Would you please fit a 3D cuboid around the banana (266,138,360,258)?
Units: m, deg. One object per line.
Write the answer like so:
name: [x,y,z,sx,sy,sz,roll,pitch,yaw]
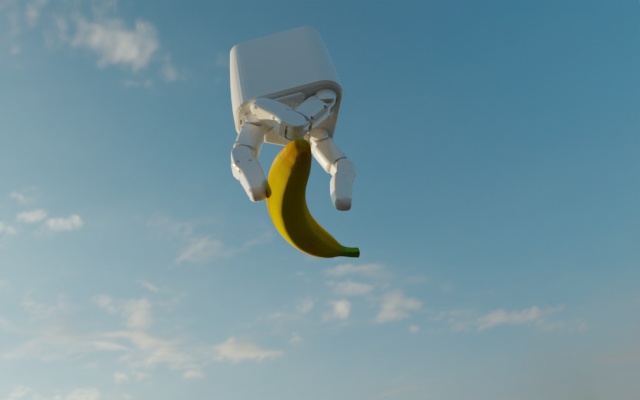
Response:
banana: [-0.017,0.009,0.470,0.069,0.037,0.198,-19,-36,7]
